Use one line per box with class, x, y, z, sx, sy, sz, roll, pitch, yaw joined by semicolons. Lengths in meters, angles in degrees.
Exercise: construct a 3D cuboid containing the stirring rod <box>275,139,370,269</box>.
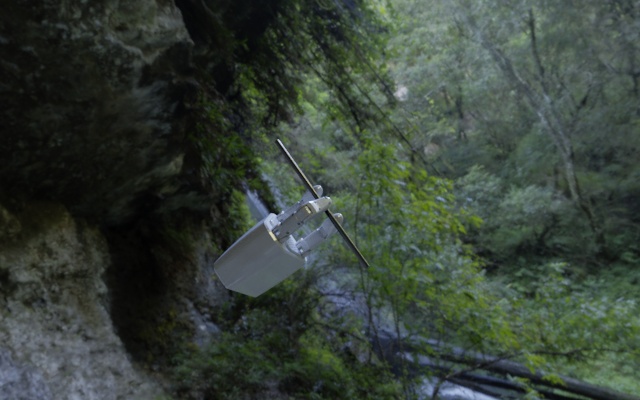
stirring rod;0.000;0.002;0.723;0.011;0.239;0.011;-34;-12;-8
